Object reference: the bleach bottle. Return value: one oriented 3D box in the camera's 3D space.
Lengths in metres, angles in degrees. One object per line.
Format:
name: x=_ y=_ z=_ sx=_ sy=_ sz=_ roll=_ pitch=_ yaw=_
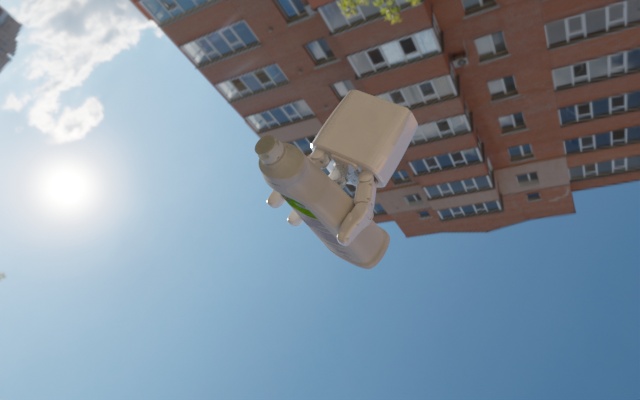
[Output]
bleach bottle: x=0.000 y=0.002 z=0.632 sx=0.102 sy=0.068 sz=0.251 roll=20 pitch=-19 yaw=40
